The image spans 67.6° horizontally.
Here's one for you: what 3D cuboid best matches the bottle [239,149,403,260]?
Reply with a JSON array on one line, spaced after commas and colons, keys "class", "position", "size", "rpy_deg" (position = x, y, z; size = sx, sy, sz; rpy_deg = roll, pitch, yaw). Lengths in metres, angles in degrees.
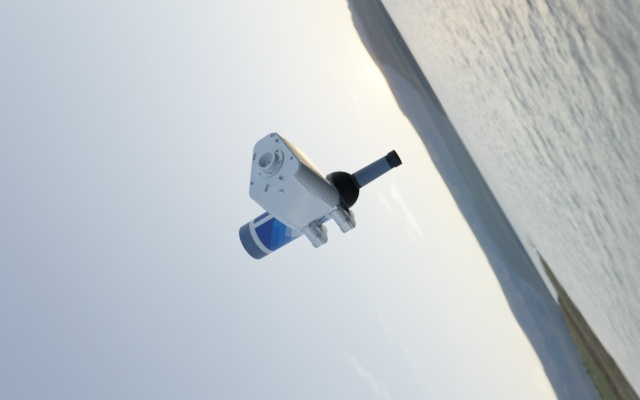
[{"class": "bottle", "position": [0.000, 0.003, 0.787], "size": [0.296, 0.069, 0.069], "rpy_deg": [-30, -10, 17]}]
